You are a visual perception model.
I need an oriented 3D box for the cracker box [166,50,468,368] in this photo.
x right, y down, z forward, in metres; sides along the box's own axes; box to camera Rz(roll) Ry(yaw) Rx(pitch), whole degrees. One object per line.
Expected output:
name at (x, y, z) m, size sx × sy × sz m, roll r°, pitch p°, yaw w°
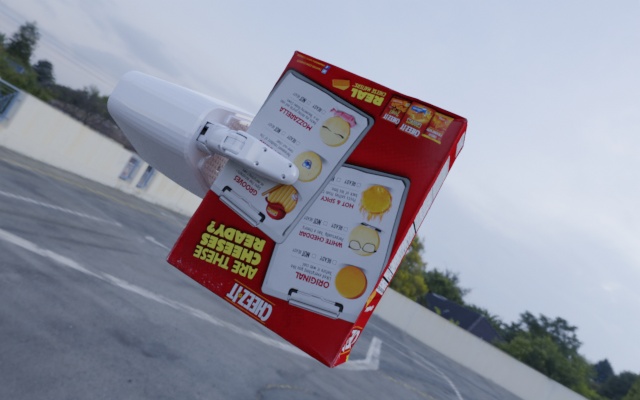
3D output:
cracker box at (0.000, 0.001, 0.405) m, size 0.164 × 0.213 × 0.072 m, roll 27°, pitch -7°, yaw 20°
